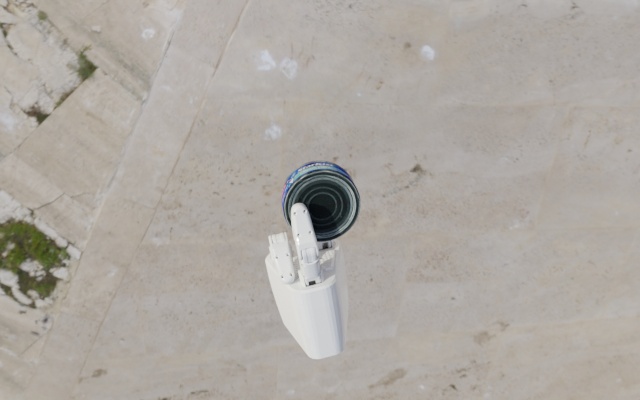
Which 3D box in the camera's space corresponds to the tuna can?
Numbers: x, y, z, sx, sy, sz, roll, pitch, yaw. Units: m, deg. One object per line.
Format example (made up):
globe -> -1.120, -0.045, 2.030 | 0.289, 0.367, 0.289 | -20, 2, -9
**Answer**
tuna can -> 0.000, 0.002, 0.525 | 0.086, 0.086, 0.033 | 0, 21, -8
